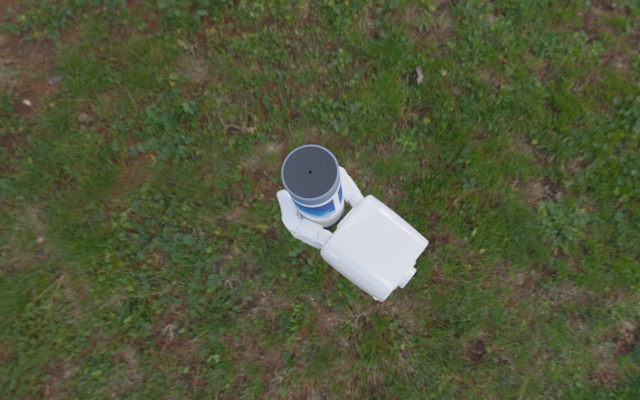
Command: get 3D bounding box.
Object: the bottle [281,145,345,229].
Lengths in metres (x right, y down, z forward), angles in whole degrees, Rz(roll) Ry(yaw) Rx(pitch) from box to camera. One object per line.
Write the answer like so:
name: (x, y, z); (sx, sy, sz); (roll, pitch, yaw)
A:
bottle: (0.000, 0.002, 0.682); (0.069, 0.069, 0.296); (0, -13, 5)
